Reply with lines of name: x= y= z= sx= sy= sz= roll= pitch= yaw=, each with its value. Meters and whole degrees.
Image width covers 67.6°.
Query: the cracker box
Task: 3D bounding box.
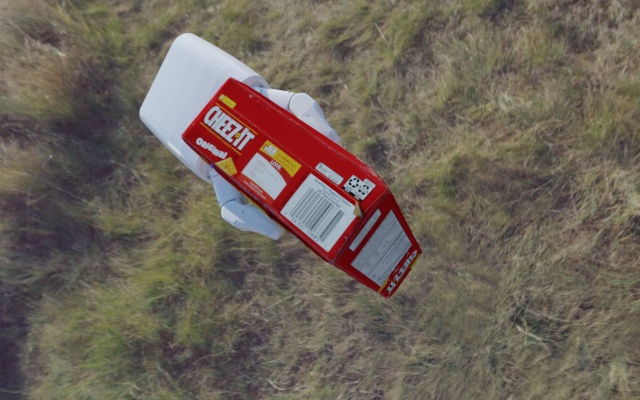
cracker box: x=0.000 y=0.001 z=0.430 sx=0.164 sy=0.072 sz=0.214 roll=37 pitch=-3 yaw=24
